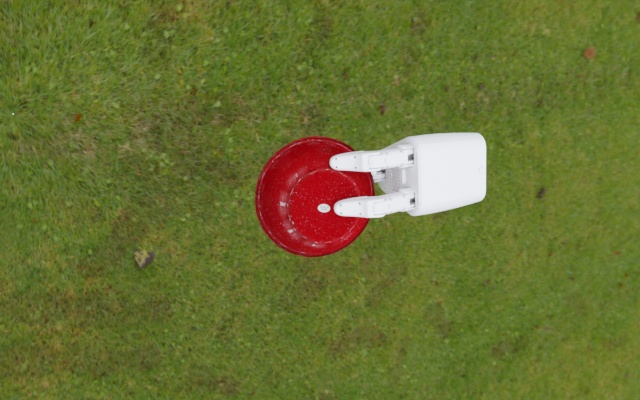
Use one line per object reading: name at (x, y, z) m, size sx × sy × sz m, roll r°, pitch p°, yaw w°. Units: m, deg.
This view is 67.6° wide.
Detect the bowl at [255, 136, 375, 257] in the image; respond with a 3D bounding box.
bowl at (-0.001, 0.003, 0.600) m, size 0.162 × 0.162 × 0.055 m, roll 0°, pitch 12°, yaw -12°
